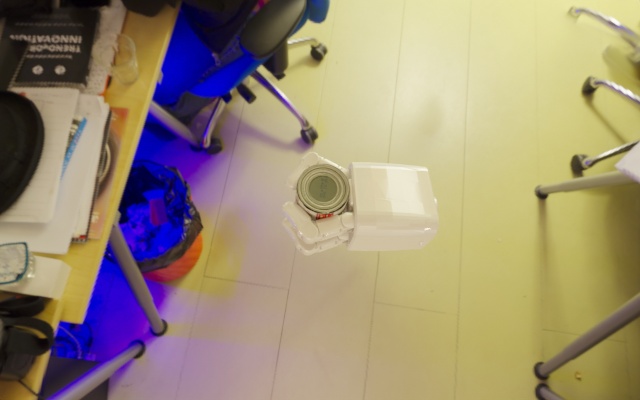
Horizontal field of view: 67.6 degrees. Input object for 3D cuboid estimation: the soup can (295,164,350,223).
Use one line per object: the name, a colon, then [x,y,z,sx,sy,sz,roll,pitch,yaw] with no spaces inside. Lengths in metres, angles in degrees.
soup can: [0.000,0.002,0.629,0.068,0.068,0.102,0,-20,-5]
